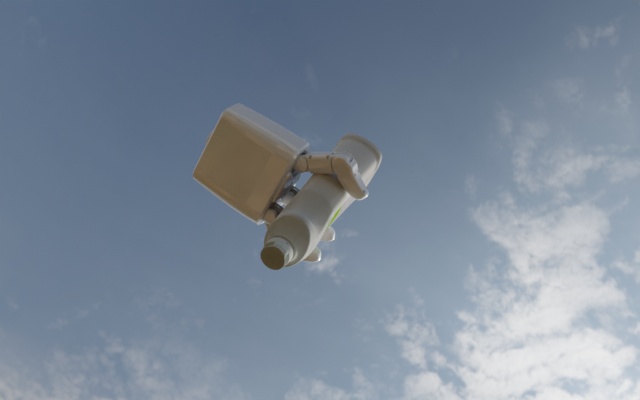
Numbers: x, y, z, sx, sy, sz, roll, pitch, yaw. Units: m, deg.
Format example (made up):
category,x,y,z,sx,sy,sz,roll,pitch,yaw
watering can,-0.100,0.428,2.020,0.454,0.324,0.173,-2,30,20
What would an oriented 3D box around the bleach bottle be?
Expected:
category,x,y,z,sx,sy,sz,roll,pitch,yaw
bleach bottle,0.000,0.002,0.586,0.068,0.103,0.250,33,32,6
